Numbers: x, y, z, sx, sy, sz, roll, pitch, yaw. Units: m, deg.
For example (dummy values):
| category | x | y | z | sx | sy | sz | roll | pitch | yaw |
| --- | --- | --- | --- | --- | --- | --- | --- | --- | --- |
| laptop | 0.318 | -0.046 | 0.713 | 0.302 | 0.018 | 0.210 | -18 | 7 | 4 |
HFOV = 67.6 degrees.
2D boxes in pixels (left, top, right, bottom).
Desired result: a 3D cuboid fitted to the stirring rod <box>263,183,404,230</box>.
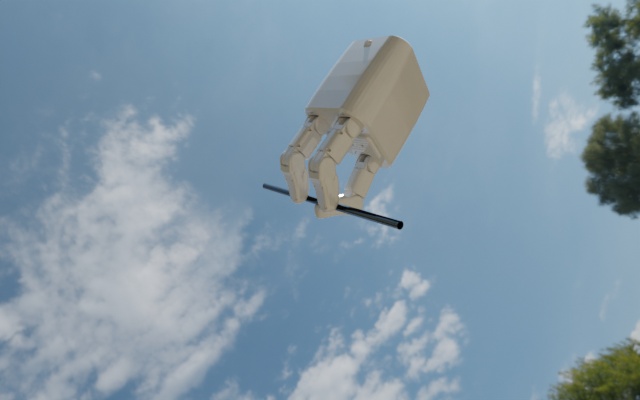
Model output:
| category | x | y | z | sx | sy | sz | roll | pitch | yaw |
| --- | --- | --- | --- | --- | --- | --- | --- | --- | --- |
| stirring rod | 0.000 | 0.002 | 0.520 | 0.011 | 0.011 | 0.239 | 0 | 10 | -37 |
